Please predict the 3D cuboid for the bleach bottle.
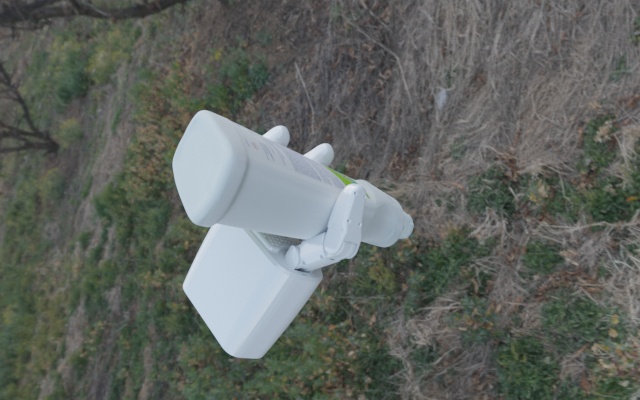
[{"bbox_3d":[0.000,0.001,0.434,0.251,0.068,0.102,19,23,-38],"label":"bleach bottle"}]
